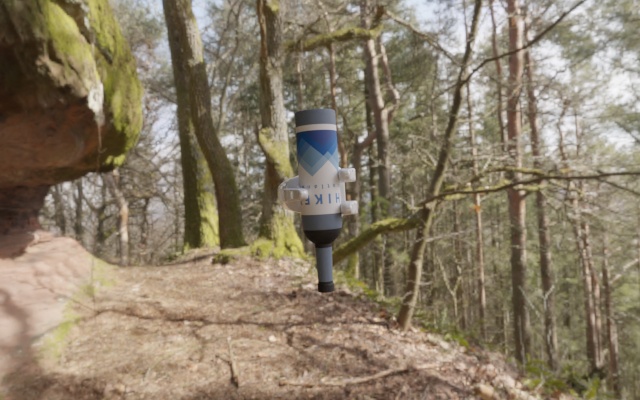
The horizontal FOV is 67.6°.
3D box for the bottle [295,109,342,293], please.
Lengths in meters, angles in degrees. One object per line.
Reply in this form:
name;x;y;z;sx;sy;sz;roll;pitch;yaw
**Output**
bottle;0.000;0.002;0.783;0.069;0.295;0.069;-4;1;0
